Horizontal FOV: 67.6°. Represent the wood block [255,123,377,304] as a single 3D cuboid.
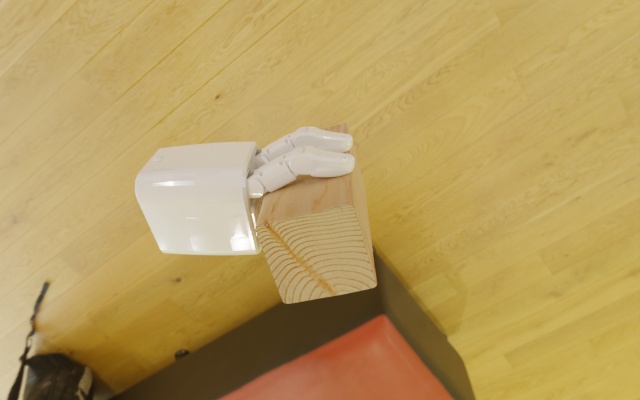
[{"bbox_3d":[0.000,0.002,0.506,0.090,0.091,0.206,-13,27,8],"label":"wood block"}]
